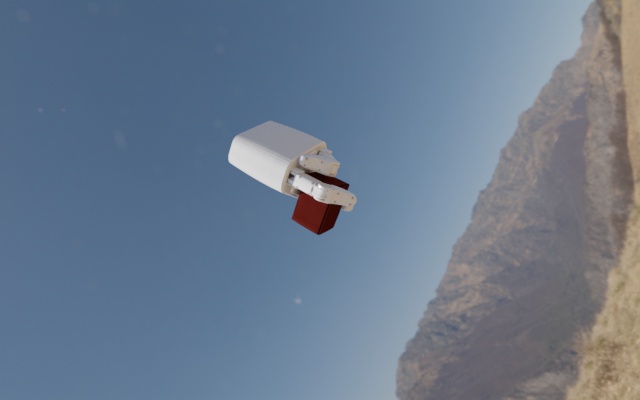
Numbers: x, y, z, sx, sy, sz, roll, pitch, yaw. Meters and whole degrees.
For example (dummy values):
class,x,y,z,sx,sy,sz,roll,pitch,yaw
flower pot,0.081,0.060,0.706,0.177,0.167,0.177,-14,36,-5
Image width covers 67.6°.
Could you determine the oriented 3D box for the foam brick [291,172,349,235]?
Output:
class,x,y,z,sx,sy,sz,roll,pitch,yaw
foam brick,0.000,0.003,0.714,0.051,0.078,0.053,26,18,21
